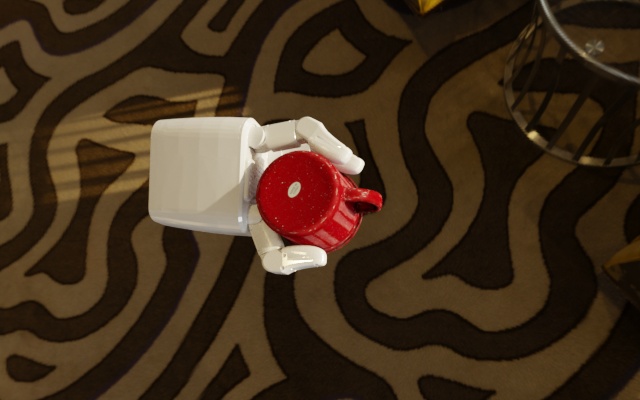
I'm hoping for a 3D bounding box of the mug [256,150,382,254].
[{"bbox_3d":[0.001,0.002,0.458,0.117,0.093,0.081,1,-13,16],"label":"mug"}]
